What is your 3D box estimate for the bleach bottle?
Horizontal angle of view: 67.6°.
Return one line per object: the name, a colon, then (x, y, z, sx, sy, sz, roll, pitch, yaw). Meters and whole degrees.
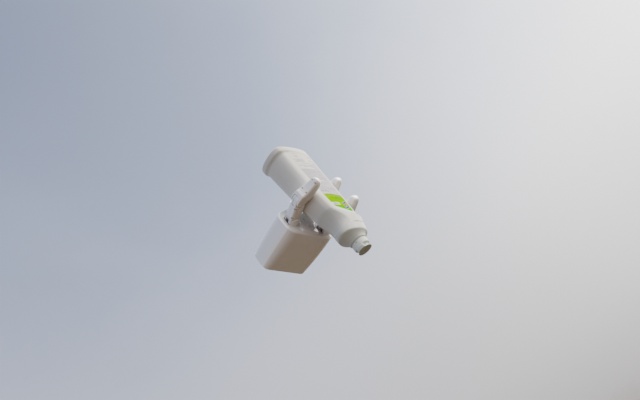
bleach bottle: (0.000, 0.003, 0.878, 0.102, 0.068, 0.250, 1, 40, -50)
